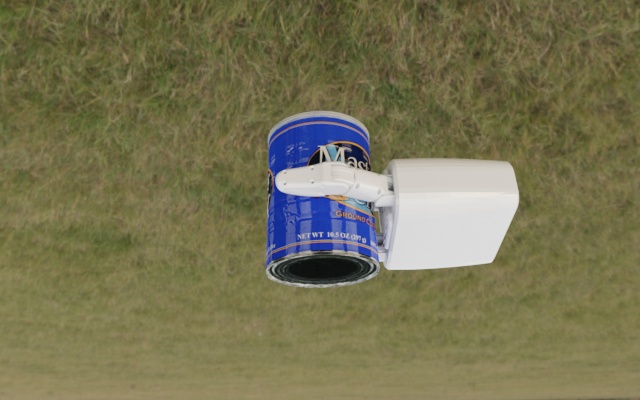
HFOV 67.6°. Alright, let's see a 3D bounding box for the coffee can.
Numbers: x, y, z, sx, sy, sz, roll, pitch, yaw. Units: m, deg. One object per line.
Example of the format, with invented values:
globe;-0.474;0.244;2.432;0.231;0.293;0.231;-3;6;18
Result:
coffee can;0.000;0.001;0.455;0.103;0.140;0.103;-1;-25;-1
